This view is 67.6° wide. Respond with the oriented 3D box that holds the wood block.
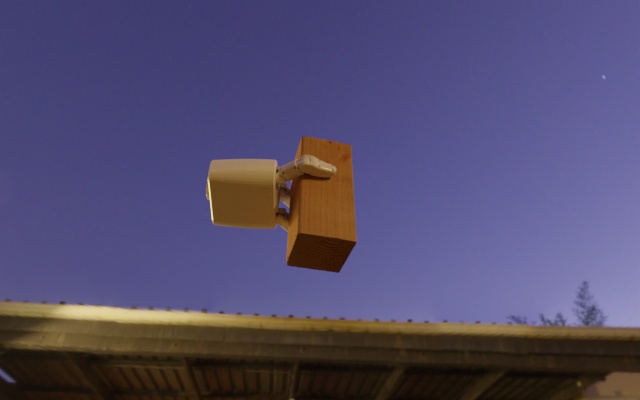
[{"bbox_3d":[0.000,0.002,0.781,0.090,0.206,0.091,10,-41,-11],"label":"wood block"}]
